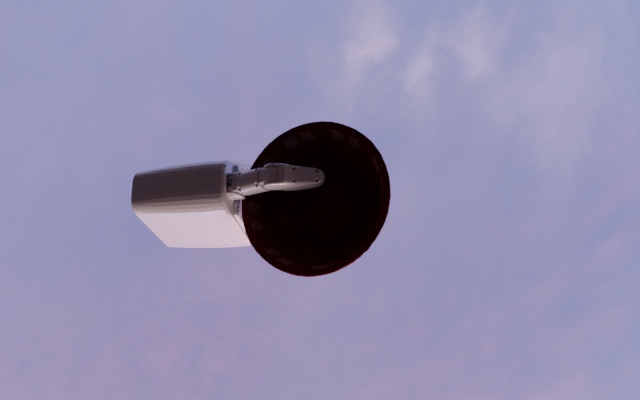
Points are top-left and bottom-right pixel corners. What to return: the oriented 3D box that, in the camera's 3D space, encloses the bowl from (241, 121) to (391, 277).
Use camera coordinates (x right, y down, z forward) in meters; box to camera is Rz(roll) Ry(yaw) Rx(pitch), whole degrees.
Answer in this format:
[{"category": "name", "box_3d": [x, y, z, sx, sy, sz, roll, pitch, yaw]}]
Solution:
[{"category": "bowl", "box_3d": [0.001, 0.002, 0.503, 0.162, 0.162, 0.055, 0, -14, 22]}]
